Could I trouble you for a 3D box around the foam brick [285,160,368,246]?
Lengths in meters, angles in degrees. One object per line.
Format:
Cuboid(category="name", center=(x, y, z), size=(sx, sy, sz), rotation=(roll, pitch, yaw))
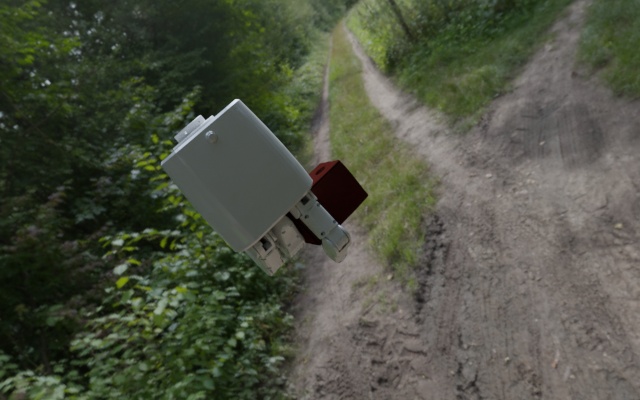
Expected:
Cuboid(category="foam brick", center=(0.000, 0.002, 0.501), size=(0.078, 0.051, 0.053), rotation=(-45, 15, -17))
